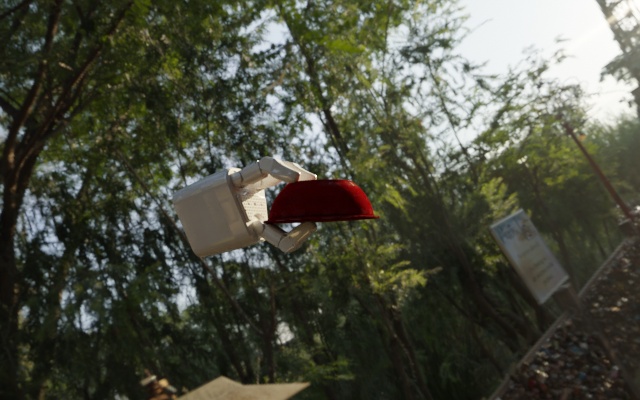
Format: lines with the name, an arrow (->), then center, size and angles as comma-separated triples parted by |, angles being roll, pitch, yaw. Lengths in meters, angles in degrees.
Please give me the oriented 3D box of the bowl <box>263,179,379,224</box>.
bowl -> 0.001, 0.002, 0.667 | 0.162, 0.055, 0.162 | -2, -4, 0
